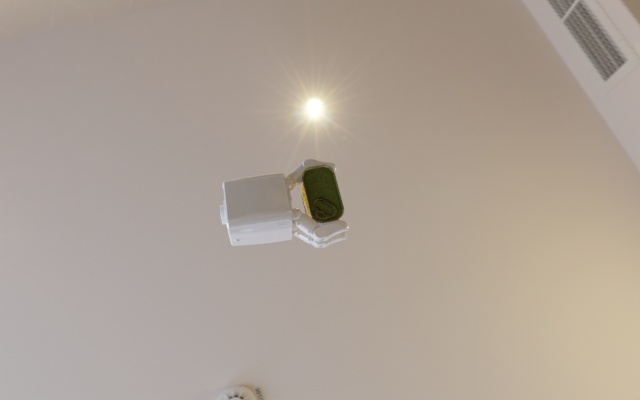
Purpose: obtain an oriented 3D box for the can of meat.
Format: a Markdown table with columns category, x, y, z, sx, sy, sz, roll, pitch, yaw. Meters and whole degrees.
| category | x | y | z | sx | sy | sz | roll | pitch | yaw |
| --- | --- | --- | --- | --- | --- | --- | --- | --- | --- |
| can of meat | 0.000 | 0.003 | 0.836 | 0.057 | 0.102 | 0.084 | -11 | -21 | -10 |
